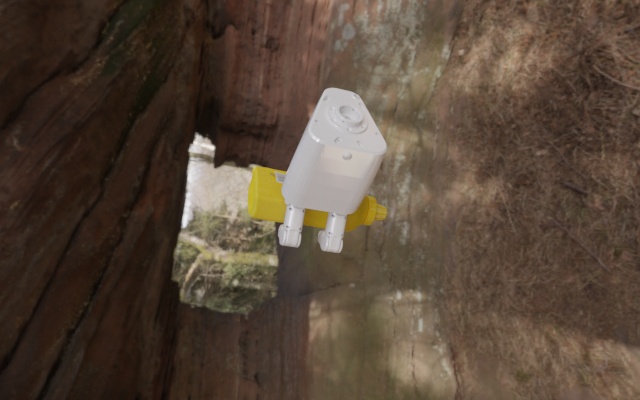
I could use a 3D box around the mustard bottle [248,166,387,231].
[{"bbox_3d":[0.000,0.002,0.650,0.191,0.058,0.096,9,23,-15],"label":"mustard bottle"}]
